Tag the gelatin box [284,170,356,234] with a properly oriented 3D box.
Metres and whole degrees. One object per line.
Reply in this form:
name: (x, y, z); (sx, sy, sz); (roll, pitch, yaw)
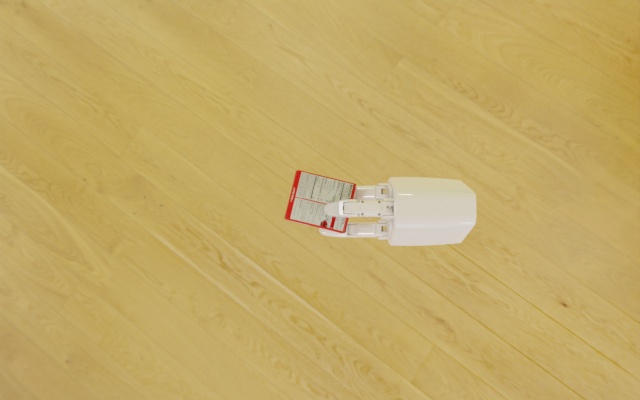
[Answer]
gelatin box: (0.000, 0.002, 0.679); (0.089, 0.073, 0.030); (13, -3, 0)
